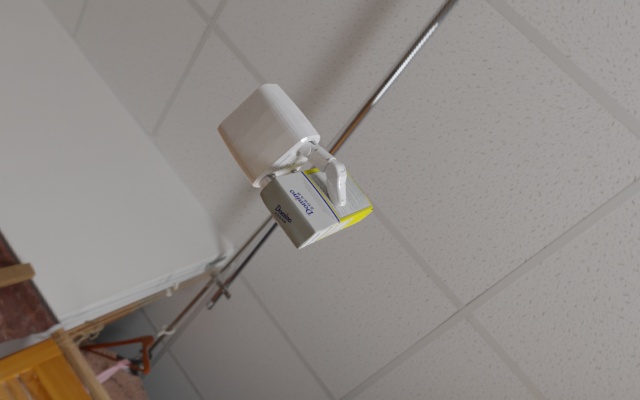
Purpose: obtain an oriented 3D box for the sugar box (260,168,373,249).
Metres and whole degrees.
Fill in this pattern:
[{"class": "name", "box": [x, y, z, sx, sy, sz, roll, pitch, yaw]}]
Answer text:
[{"class": "sugar box", "box": [0.000, 0.002, 0.677, 0.048, 0.093, 0.176, -44, -14, 32]}]
